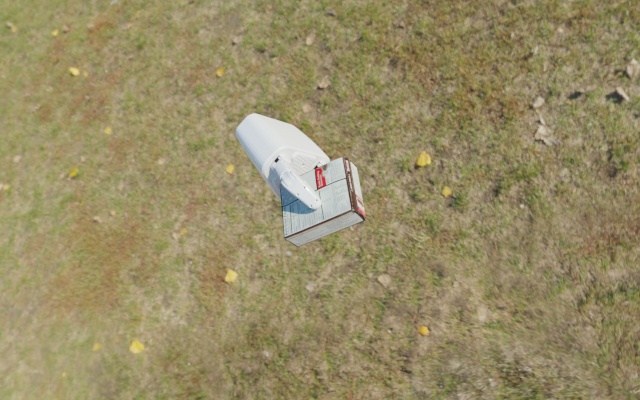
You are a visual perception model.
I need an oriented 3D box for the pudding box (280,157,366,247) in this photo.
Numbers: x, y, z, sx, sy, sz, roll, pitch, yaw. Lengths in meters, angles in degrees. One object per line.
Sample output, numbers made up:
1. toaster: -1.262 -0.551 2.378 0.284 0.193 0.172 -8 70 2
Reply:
1. pudding box: 0.000 0.002 0.651 0.113 0.090 0.039 -24 -34 26
